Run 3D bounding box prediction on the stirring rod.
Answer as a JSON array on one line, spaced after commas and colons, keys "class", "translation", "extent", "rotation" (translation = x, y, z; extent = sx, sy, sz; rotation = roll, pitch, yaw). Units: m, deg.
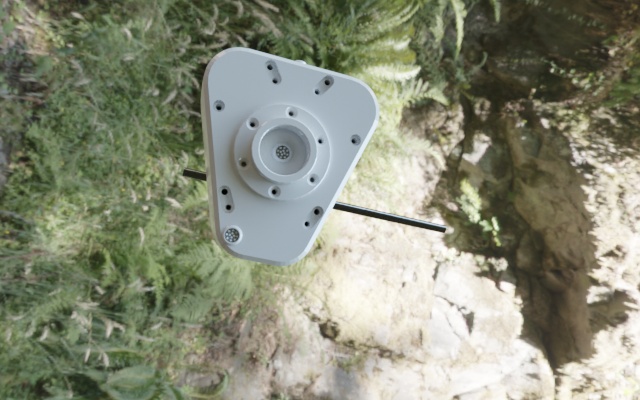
[{"class": "stirring rod", "translation": [0.000, 0.001, 0.425], "extent": [0.239, 0.011, 0.011], "rotation": [12, -2, -10]}]
